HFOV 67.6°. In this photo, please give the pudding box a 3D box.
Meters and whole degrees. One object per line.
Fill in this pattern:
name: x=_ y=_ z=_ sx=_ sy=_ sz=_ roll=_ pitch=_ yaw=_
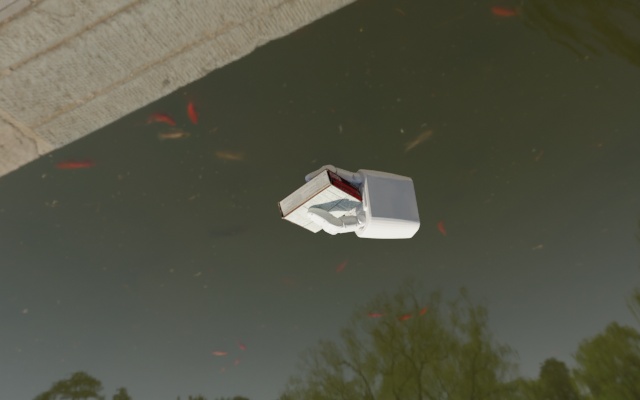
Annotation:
pudding box: x=0.000 y=0.003 z=0.804 sx=0.113 sy=0.039 sz=0.090 roll=-35 pitch=-40 yaw=24
